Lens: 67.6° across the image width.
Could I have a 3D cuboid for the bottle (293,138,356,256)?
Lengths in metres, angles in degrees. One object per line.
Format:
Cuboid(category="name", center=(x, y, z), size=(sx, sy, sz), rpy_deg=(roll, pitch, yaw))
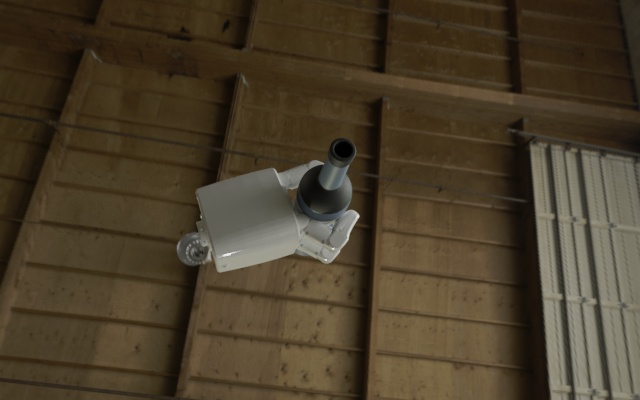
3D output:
Cuboid(category="bottle", center=(0.000, 0.002, 0.618), size=(0.069, 0.069, 0.296), rpy_deg=(0, -21, -10))
